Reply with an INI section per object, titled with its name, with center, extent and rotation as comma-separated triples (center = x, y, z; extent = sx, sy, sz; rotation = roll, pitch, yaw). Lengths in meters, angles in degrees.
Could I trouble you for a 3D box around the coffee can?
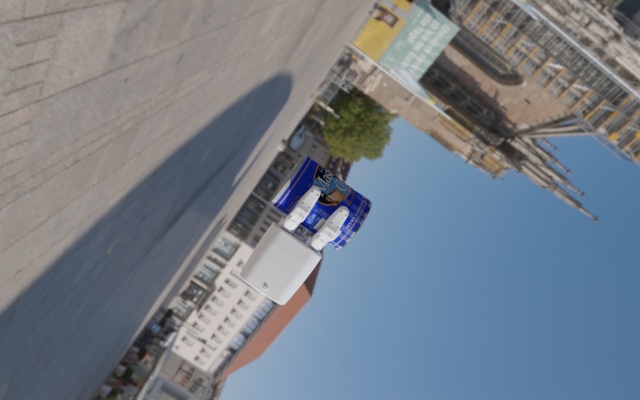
[coffee can]
center = 0.000, 0.002, 0.806
extent = 0.140, 0.103, 0.103
rotation = 35, -5, -7
